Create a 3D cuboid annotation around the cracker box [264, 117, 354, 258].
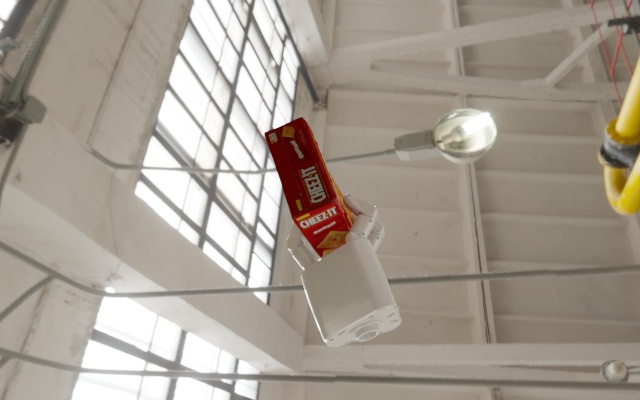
[{"bbox_3d":[0.000,0.003,0.734,0.072,0.164,0.214,-24,-35,3],"label":"cracker box"}]
